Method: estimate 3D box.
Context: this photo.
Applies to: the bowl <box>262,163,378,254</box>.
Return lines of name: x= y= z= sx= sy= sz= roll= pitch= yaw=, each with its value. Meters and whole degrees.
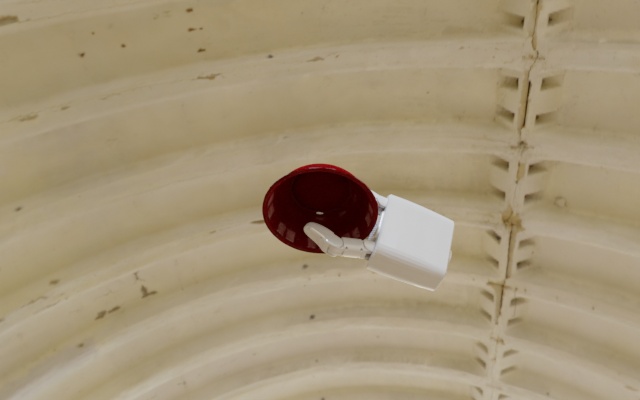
bowl: x=-0.001 y=0.001 z=0.680 sx=0.162 sy=0.162 sz=0.055 roll=0 pitch=42 yaw=2
